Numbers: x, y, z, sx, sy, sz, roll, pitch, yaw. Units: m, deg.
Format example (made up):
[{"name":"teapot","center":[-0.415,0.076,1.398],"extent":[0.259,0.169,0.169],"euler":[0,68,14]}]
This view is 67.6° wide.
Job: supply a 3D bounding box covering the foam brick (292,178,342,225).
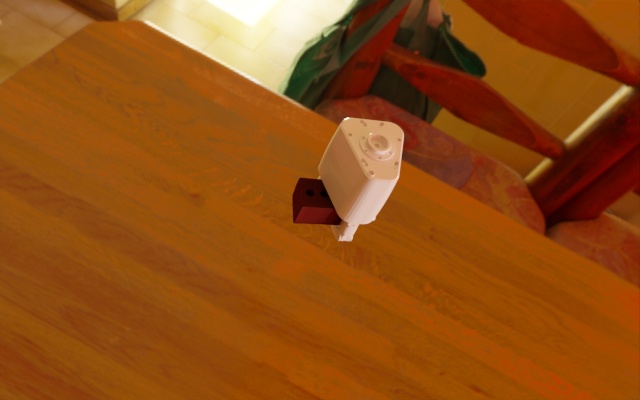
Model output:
[{"name":"foam brick","center":[0.000,0.002,0.721],"extent":[0.078,0.053,0.051],"euler":[3,-32,-16]}]
